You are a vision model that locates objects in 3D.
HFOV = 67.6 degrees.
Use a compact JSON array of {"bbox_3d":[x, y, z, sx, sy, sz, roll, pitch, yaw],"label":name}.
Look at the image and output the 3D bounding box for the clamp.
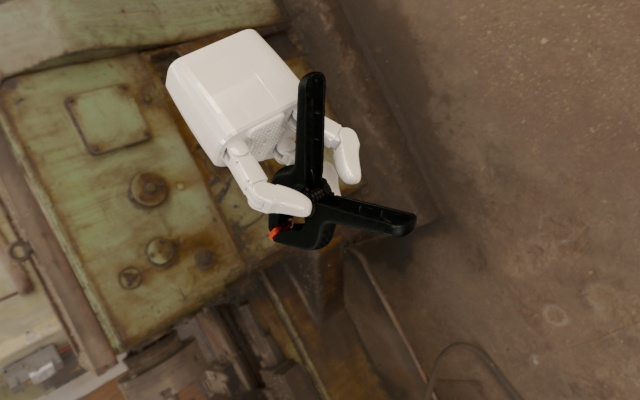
[{"bbox_3d":[-0.001,0.002,0.476,0.036,0.164,0.210,-24,-19,-35],"label":"clamp"}]
